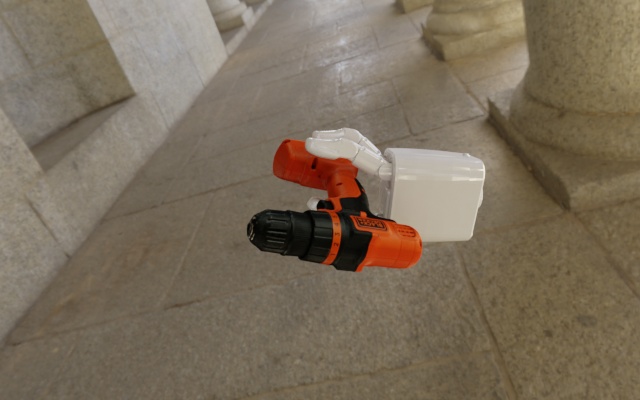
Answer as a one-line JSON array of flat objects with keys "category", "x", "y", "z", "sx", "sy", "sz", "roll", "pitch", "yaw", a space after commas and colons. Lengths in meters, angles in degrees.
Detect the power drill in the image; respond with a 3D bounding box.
[{"category": "power drill", "x": 0.000, "y": 0.001, "z": 0.525, "sx": 0.184, "sy": 0.057, "sz": 0.187, "roll": 11, "pitch": 31, "yaw": -24}]
